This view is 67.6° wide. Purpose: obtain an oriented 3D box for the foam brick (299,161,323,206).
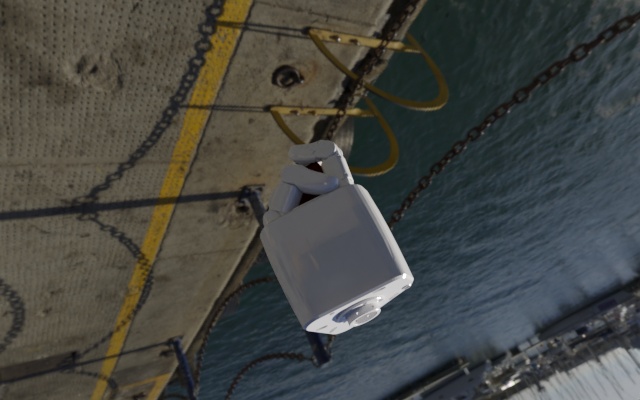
[{"bbox_3d":[0.000,0.002,0.531,0.053,0.051,0.078,-34,-29,13],"label":"foam brick"}]
